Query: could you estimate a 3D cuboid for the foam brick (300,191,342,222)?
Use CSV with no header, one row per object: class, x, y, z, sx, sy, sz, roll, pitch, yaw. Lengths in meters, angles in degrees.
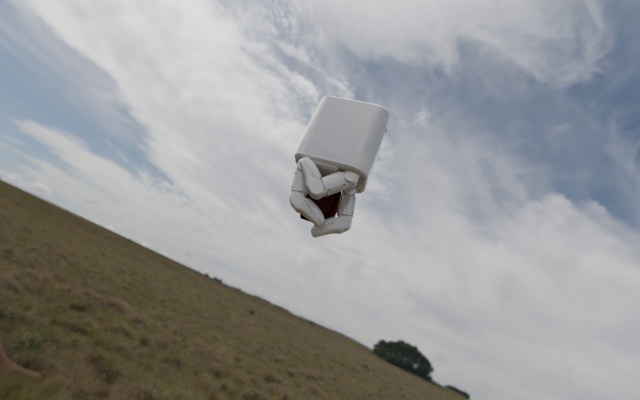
foam brick,0.000,0.002,0.721,0.053,0.051,0.078,19,-16,6
